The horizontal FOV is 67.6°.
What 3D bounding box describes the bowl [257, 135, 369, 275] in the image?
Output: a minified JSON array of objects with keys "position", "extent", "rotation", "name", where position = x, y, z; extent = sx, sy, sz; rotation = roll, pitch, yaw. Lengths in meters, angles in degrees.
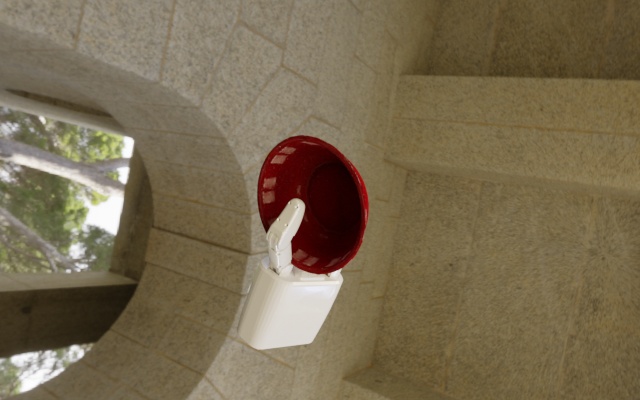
[{"position":[0.001,0.001,0.562],"extent":[0.162,0.162,0.055],"rotation":[0,11,40],"name":"bowl"}]
